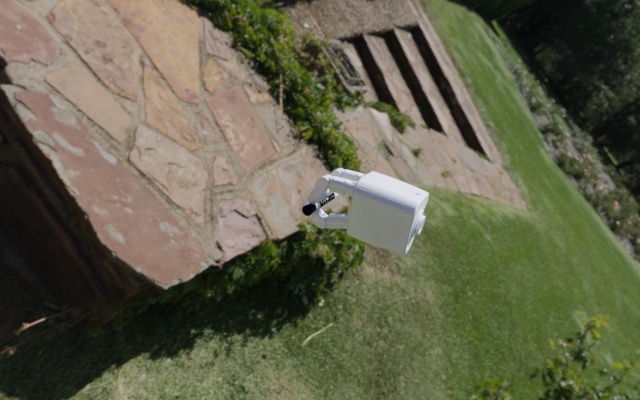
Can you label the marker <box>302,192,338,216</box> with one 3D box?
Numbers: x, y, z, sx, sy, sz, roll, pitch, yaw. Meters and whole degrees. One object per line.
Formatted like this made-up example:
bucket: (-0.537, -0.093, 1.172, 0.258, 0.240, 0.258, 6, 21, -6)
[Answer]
marker: (0.000, 0.003, 0.854, 0.020, 0.020, 0.121, 0, 16, 26)
